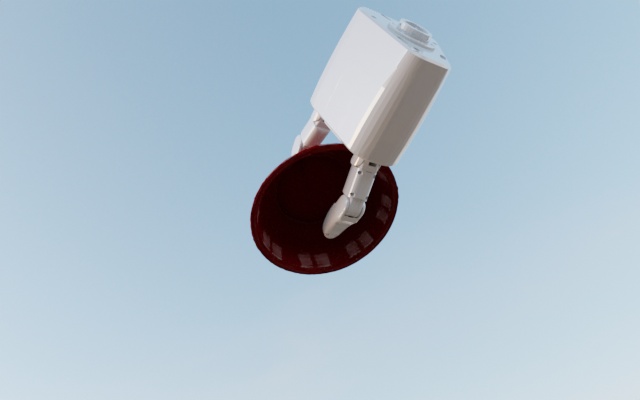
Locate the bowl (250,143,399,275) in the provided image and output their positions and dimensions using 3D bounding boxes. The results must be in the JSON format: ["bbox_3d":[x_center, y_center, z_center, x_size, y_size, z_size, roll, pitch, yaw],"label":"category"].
[{"bbox_3d":[-0.001,0.002,0.520,0.162,0.162,0.055,0,30,-19],"label":"bowl"}]
